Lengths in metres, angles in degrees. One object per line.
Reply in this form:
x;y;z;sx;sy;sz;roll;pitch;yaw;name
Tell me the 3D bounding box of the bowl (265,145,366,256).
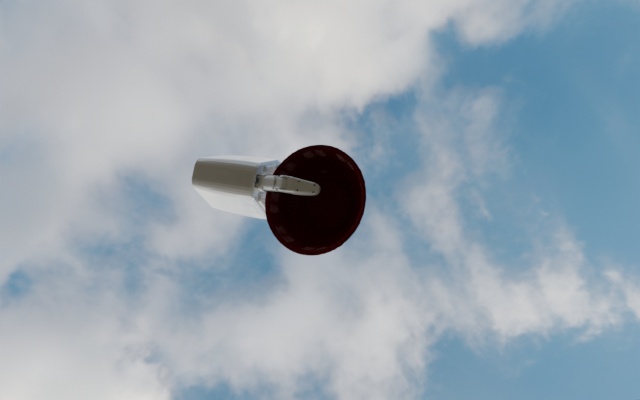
0.001;0.003;0.705;0.162;0.162;0.055;0;-10;26;bowl
